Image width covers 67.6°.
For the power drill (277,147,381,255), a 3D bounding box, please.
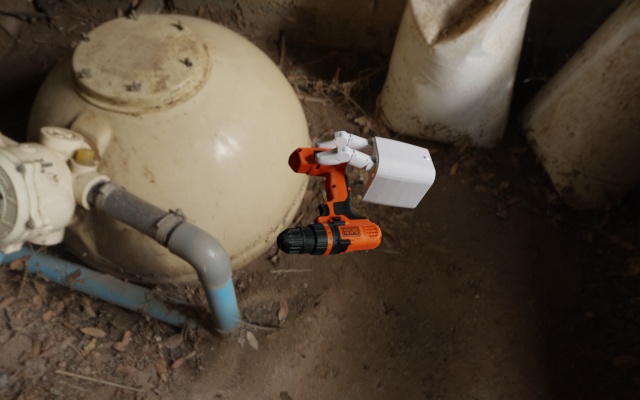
[{"bbox_3d":[0.000,0.002,0.804,0.184,0.187,0.057,0,-26,-29],"label":"power drill"}]
